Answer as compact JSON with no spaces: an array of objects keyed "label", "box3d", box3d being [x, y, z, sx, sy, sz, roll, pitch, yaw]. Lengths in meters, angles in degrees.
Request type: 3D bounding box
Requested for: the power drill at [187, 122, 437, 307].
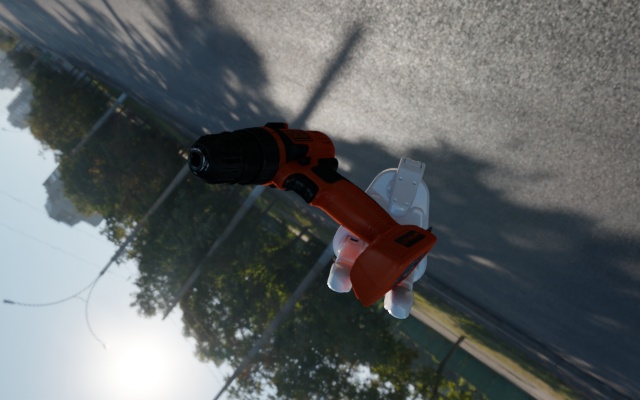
[{"label":"power drill","box3d":[0.000,0.002,0.415,0.187,0.057,0.184,44,29,19]}]
